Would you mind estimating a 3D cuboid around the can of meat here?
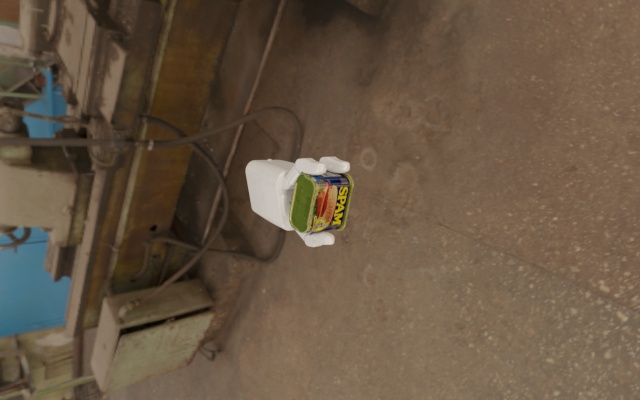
[{"bbox_3d":[0.000,0.003,0.795,0.084,0.102,0.057,-4,23,-41],"label":"can of meat"}]
